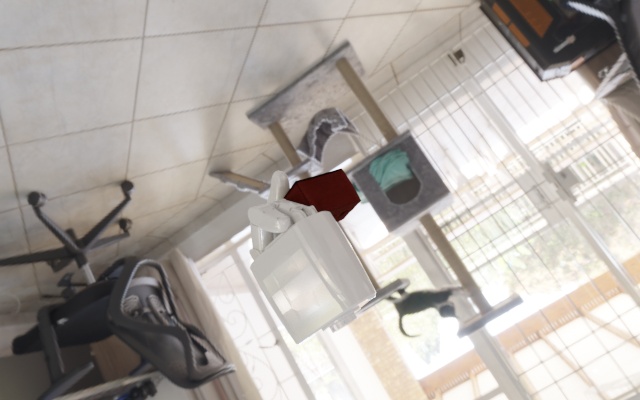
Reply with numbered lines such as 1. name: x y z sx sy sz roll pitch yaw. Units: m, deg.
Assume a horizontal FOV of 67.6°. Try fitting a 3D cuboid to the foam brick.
1. foam brick: 0.000 0.002 0.590 0.078 0.051 0.053 -19 -21 -38
